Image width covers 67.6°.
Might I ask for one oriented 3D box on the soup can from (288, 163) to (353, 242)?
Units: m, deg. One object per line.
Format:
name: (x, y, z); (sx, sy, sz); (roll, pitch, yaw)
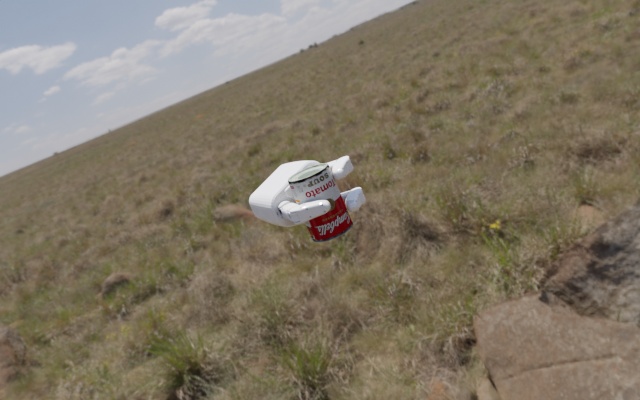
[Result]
soup can: (0.000, 0.002, 0.721); (0.068, 0.102, 0.068); (-21, 16, 6)
